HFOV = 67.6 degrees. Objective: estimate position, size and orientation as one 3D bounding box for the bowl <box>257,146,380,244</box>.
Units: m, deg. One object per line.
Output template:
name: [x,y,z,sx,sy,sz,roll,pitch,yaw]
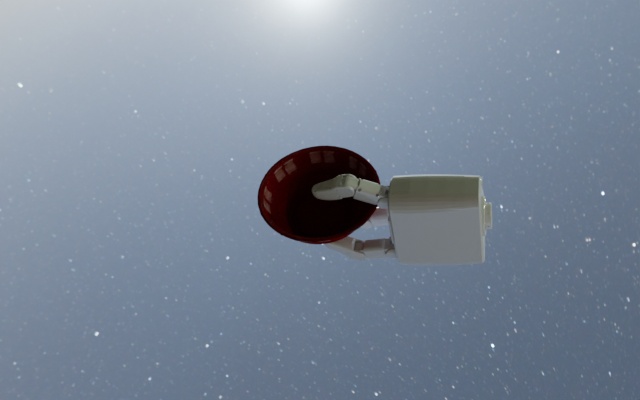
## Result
bowl: [-0.001,0.002,0.639,0.162,0.162,0.055,0,-38,8]
